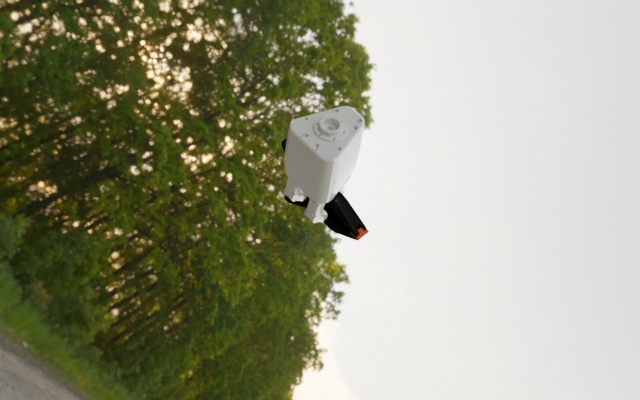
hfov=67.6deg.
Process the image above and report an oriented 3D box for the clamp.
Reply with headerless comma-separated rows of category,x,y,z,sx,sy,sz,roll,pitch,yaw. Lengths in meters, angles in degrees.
clamp,0.001,0.003,0.857,0.036,0.210,0.165,-36,-22,-25
